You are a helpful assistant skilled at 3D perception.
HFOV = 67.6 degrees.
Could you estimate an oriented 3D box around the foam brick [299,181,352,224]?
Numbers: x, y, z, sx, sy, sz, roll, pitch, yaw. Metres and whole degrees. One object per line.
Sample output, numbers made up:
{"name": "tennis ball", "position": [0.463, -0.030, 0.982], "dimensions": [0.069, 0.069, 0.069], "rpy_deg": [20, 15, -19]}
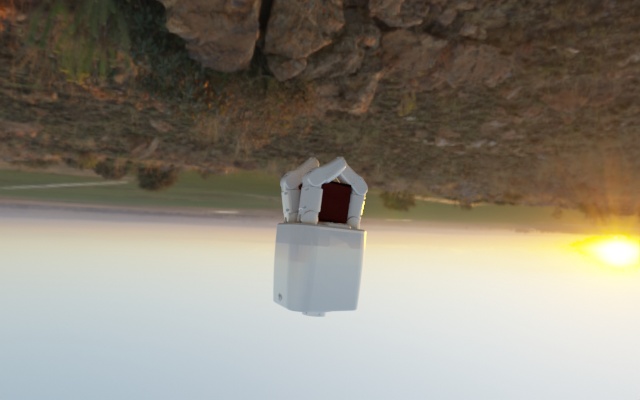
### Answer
{"name": "foam brick", "position": [0.000, 0.002, 0.645], "dimensions": [0.053, 0.051, 0.078], "rpy_deg": [10, -6, -21]}
